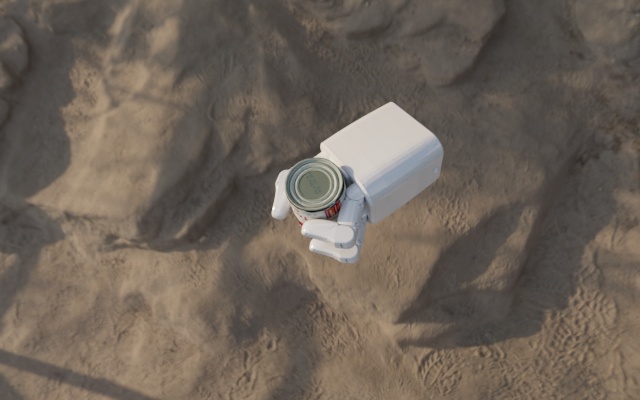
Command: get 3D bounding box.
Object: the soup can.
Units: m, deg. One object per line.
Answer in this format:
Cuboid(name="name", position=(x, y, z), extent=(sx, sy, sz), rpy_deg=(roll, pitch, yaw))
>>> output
Cuboid(name="soup can", position=(0.000, 0.002, 0.563), extent=(0.068, 0.068, 0.102), rpy_deg=(0, -24, 9))
